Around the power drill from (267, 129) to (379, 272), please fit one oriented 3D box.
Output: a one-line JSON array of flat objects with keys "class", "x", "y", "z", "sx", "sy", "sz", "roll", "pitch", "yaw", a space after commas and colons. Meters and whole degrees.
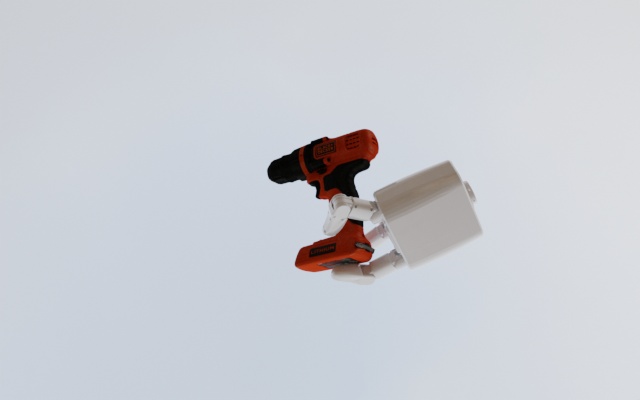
[{"class": "power drill", "x": 0.000, "y": 0.003, "z": 0.674, "sx": 0.184, "sy": 0.187, "sz": 0.057, "roll": -16, "pitch": -23, "yaw": 31}]
